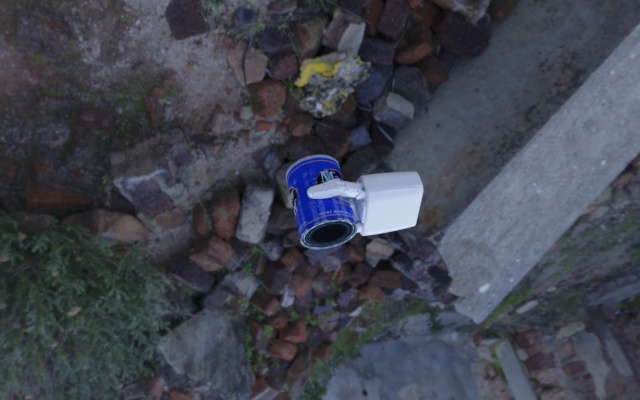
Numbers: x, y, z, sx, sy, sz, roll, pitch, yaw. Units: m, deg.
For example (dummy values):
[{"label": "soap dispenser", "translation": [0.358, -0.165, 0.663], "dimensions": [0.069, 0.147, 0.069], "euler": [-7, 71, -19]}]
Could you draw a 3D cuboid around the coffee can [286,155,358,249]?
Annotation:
[{"label": "coffee can", "translation": [0.000, 0.003, 0.865], "dimensions": [0.103, 0.140, 0.103], "euler": [-11, -31, -7]}]
